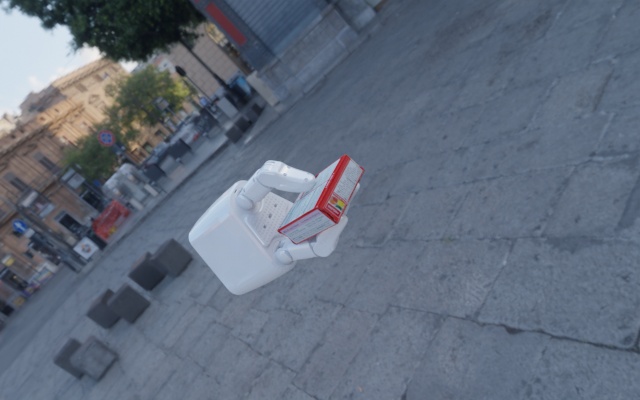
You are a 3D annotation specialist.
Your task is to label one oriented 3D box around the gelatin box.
[{"bbox_3d":[0.000,0.001,0.497,0.030,0.073,0.089,38,-34,-13],"label":"gelatin box"}]
